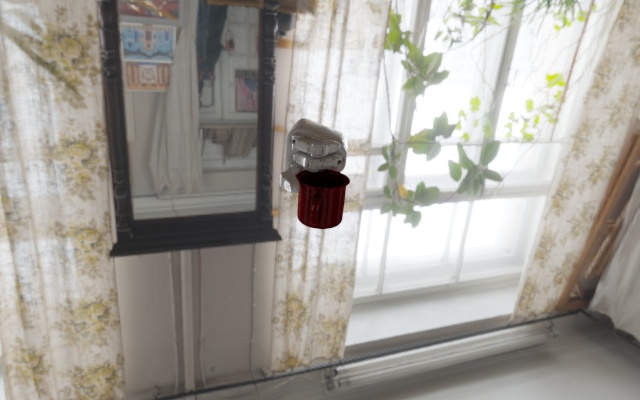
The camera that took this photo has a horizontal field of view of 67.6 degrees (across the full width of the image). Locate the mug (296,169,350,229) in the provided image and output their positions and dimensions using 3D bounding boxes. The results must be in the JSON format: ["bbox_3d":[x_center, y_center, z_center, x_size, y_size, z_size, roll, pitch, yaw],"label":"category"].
[{"bbox_3d":[0.000,0.003,0.823,0.093,0.081,0.117,7,24,5],"label":"mug"}]
